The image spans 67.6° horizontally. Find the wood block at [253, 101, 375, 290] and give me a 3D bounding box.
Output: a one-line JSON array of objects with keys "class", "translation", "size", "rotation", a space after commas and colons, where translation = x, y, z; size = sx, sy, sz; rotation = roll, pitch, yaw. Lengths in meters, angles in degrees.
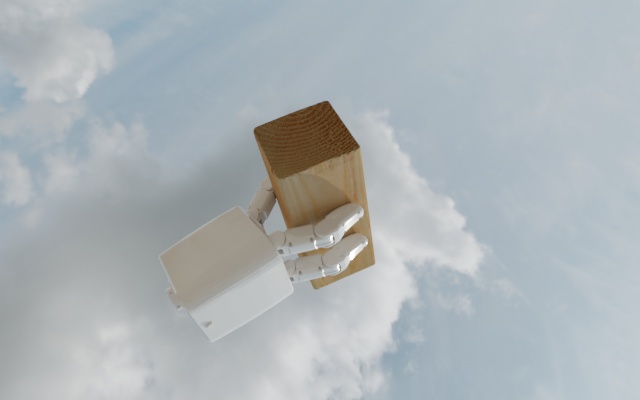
[{"class": "wood block", "translation": [0.000, 0.002, 0.560], "size": [0.090, 0.090, 0.206], "rotation": [-23, -41, -8]}]
